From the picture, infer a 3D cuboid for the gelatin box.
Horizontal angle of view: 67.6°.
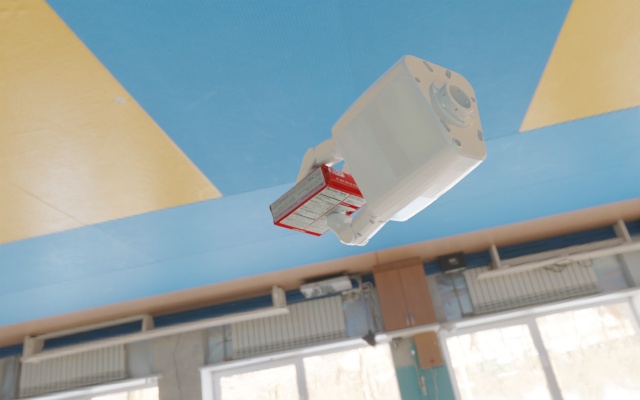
[{"bbox_3d":[0.000,0.002,0.528,0.089,0.030,0.073,-37,-36,31],"label":"gelatin box"}]
